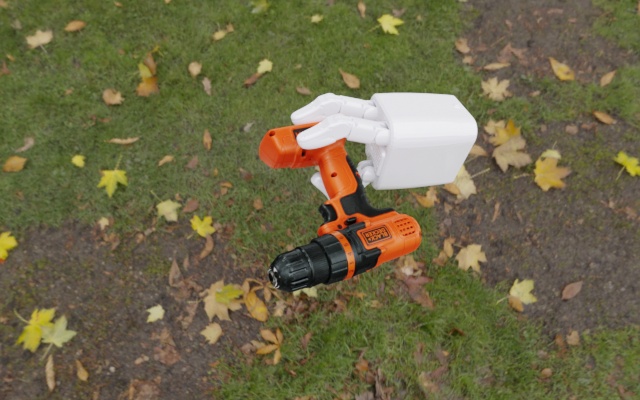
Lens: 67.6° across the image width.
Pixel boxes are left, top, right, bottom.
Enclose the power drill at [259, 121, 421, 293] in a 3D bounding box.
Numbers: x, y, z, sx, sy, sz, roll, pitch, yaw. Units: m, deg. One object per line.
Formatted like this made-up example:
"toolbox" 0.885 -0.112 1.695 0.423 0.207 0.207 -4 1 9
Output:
"power drill" 0.000 0.001 0.536 0.184 0.187 0.057 -13 -26 -30
